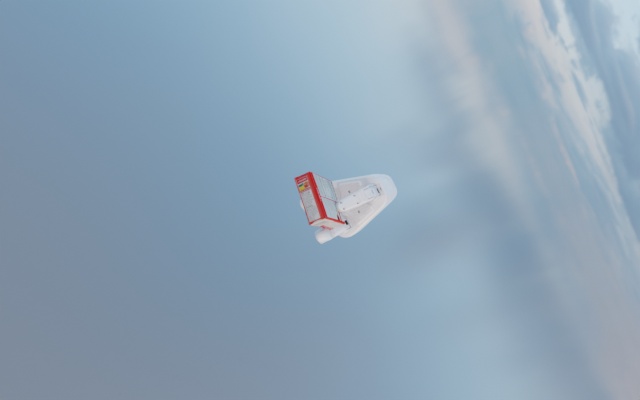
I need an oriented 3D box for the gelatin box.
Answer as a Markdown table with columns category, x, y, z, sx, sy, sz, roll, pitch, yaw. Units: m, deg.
| category | x | y | z | sx | sy | sz | roll | pitch | yaw |
| --- | --- | --- | --- | --- | --- | --- | --- | --- | --- |
| gelatin box | 0.000 | 0.002 | 0.704 | 0.030 | 0.073 | 0.089 | -23 | -15 | 17 |
